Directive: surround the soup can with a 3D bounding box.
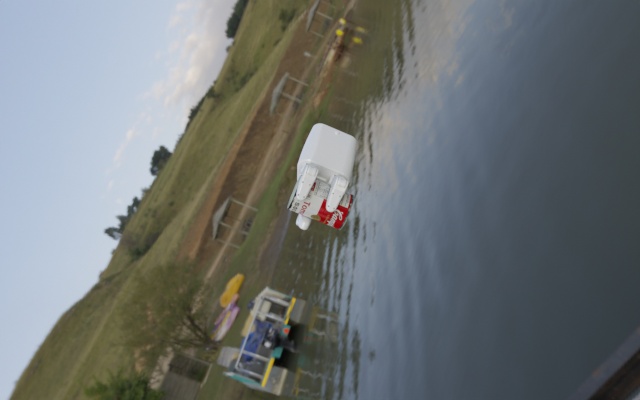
[{"bbox_3d":[0.000,0.003,0.851,0.102,0.068,0.068,22,-3,-7],"label":"soup can"}]
